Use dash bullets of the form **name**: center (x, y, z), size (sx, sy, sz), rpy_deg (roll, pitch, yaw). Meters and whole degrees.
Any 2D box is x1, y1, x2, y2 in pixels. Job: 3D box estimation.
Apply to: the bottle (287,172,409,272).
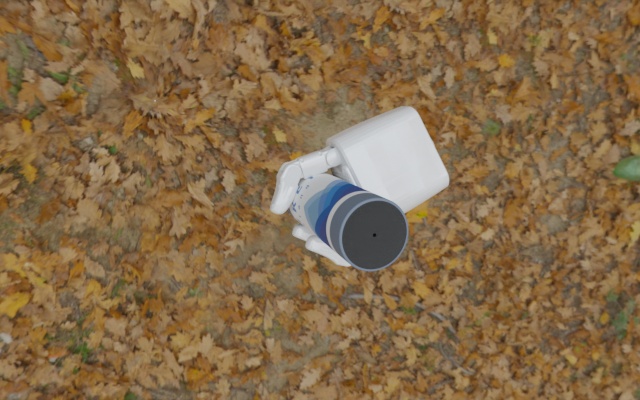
- **bottle**: center (0.000, 0.002, 0.550), size (0.069, 0.069, 0.295), rpy_deg (0, 11, -19)
